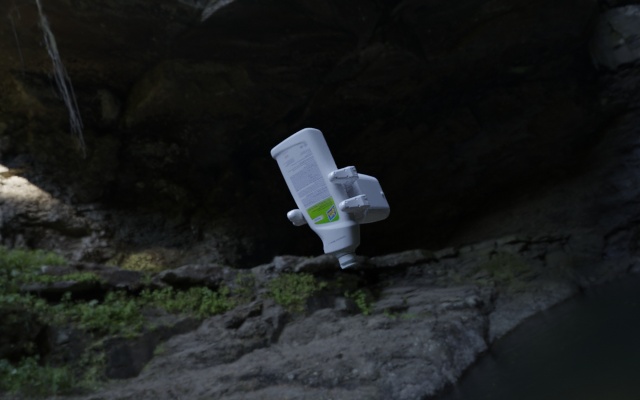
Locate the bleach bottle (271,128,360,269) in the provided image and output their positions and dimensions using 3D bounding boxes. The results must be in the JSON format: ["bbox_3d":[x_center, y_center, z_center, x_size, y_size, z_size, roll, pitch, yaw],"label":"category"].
[{"bbox_3d":[0.000,0.003,0.852,0.102,0.250,0.068,-29,-15,29],"label":"bleach bottle"}]
